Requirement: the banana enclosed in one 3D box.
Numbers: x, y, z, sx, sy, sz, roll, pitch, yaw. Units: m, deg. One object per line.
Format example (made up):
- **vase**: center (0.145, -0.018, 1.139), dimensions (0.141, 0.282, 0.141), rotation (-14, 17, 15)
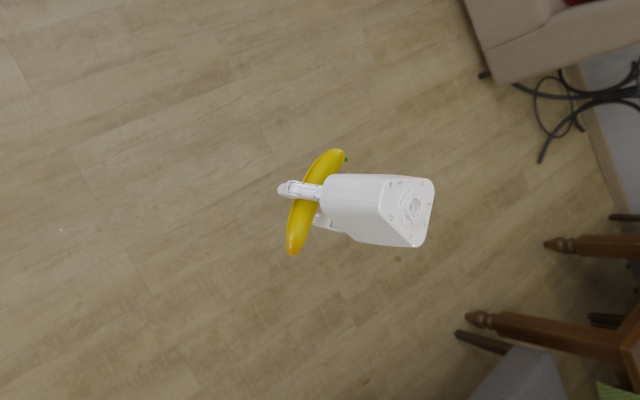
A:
- **banana**: center (-0.005, -0.012, 0.717), dimensions (0.037, 0.197, 0.070), rotation (11, -32, 35)
